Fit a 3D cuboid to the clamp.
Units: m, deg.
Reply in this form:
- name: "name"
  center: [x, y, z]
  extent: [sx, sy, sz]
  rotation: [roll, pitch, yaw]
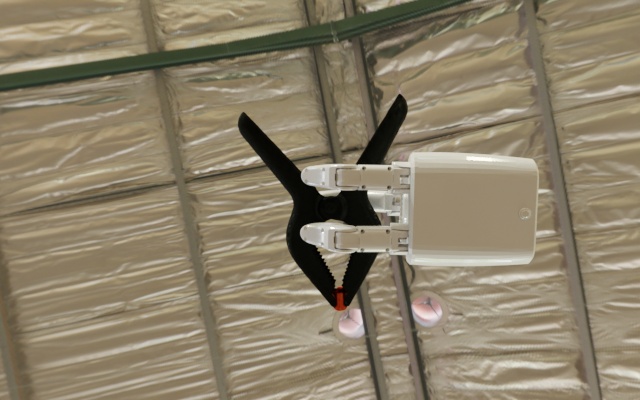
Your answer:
- name: "clamp"
  center: [0.000, 0.002, 0.470]
  extent: [0.164, 0.210, 0.036]
  rotation: [1, 4, 5]
